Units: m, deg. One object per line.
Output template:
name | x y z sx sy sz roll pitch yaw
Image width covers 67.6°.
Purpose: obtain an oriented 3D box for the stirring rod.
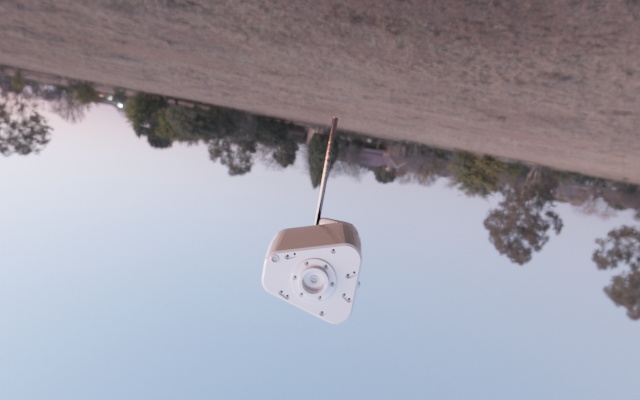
stirring rod | 0.000 0.002 0.680 0.011 0.239 0.011 10 8 -1
